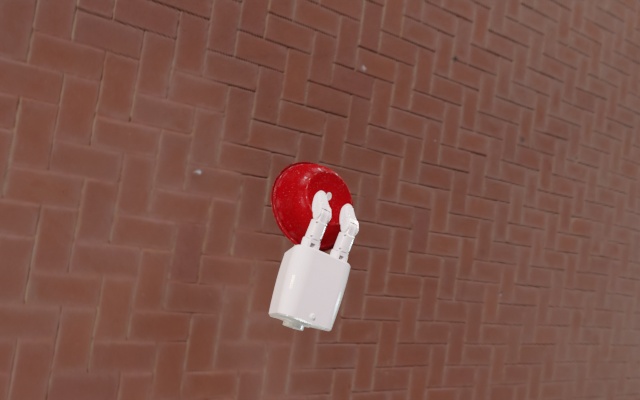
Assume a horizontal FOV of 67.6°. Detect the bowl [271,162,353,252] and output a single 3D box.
[{"bbox_3d":[0.000,0.001,0.801,0.162,0.162,0.055,0,-16,-36],"label":"bowl"}]
